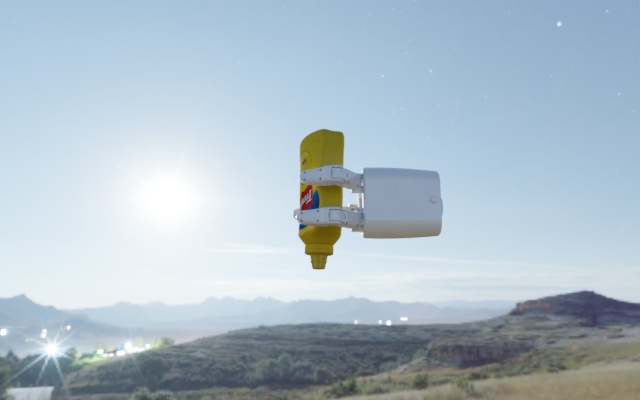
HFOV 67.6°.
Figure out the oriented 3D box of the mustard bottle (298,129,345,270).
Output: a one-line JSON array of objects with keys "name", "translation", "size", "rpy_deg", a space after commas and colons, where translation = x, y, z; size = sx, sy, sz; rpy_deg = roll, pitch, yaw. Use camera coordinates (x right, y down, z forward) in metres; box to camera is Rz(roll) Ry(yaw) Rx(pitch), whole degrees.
[{"name": "mustard bottle", "translation": [0.000, 0.002, 0.682], "size": [0.058, 0.191, 0.096], "rpy_deg": [7, -15, -23]}]
